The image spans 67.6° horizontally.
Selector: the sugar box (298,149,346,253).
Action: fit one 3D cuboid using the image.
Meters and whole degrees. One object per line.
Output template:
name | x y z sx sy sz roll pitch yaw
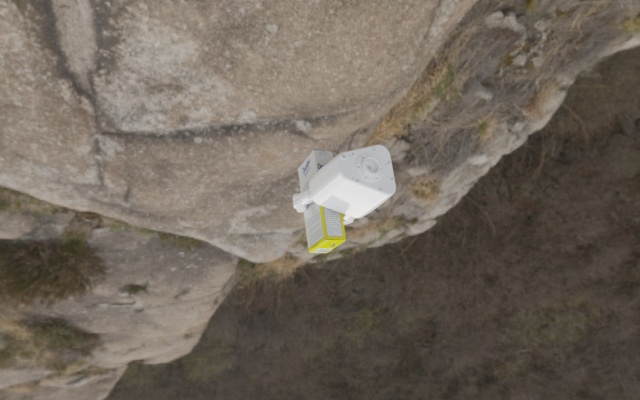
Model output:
sugar box | 0.001 0.003 0.895 0.048 0.176 0.093 3 -21 -23
